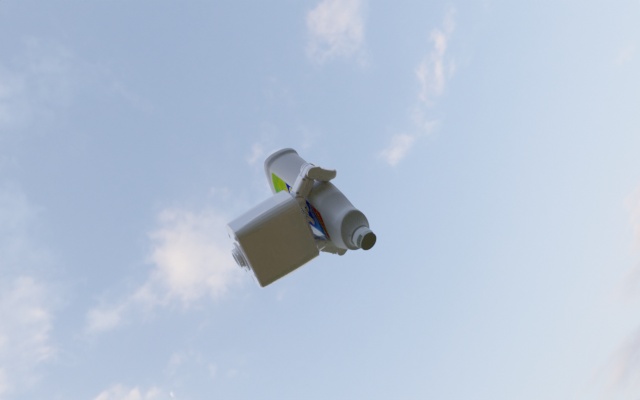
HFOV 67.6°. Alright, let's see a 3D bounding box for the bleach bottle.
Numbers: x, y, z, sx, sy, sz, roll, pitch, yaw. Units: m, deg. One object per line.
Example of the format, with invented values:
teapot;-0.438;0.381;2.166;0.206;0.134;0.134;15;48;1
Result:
bleach bottle;0.000;0.003;0.758;0.068;0.103;0.250;-29;36;-20
